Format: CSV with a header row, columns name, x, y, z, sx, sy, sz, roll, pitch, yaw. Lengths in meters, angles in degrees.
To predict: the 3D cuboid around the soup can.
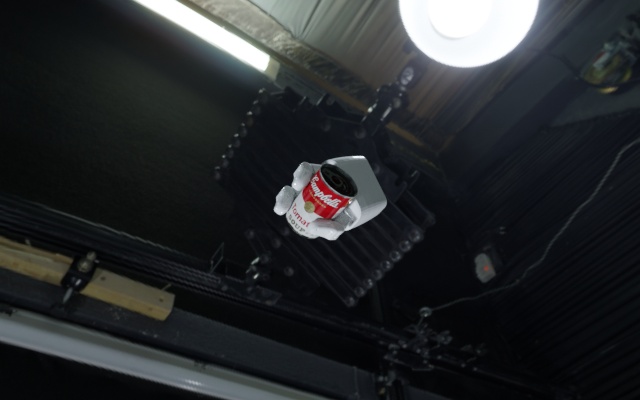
name,x,y,z,sx,sy,sz,roll,pitch,yaw
soup can,0.000,0.003,0.732,0.068,0.068,0.102,0,-41,-46
